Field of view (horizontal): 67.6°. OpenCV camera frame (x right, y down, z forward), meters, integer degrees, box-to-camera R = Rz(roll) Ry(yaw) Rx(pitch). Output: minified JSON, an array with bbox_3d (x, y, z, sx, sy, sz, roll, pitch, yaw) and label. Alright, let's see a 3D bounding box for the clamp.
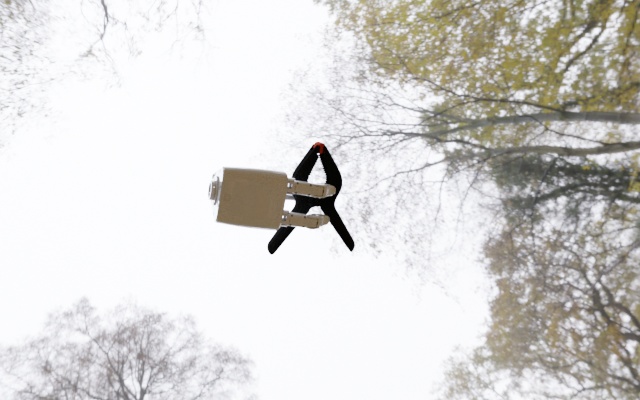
[{"bbox_3d":[0.000,0.002,0.853,0.164,0.210,0.036,7,11,-20],"label":"clamp"}]
